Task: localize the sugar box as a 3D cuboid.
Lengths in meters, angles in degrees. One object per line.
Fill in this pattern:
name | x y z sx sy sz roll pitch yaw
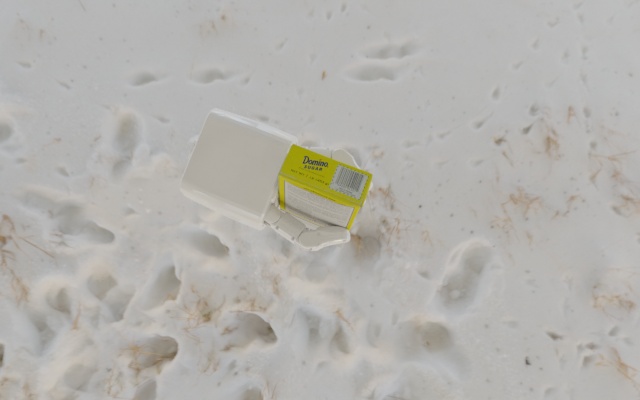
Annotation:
sugar box | 0.000 0.001 0.568 0.093 0.048 0.176 22 -17 3
